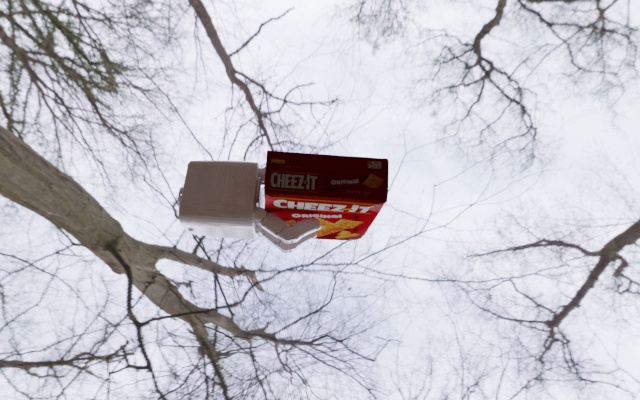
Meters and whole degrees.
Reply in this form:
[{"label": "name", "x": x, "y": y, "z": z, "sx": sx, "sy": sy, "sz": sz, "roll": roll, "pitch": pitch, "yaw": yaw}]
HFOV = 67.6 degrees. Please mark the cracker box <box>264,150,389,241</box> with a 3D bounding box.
[{"label": "cracker box", "x": 0.000, "y": 0.002, "z": 0.720, "sx": 0.164, "sy": 0.072, "sz": 0.214, "roll": 3, "pitch": -18, "yaw": -4}]
